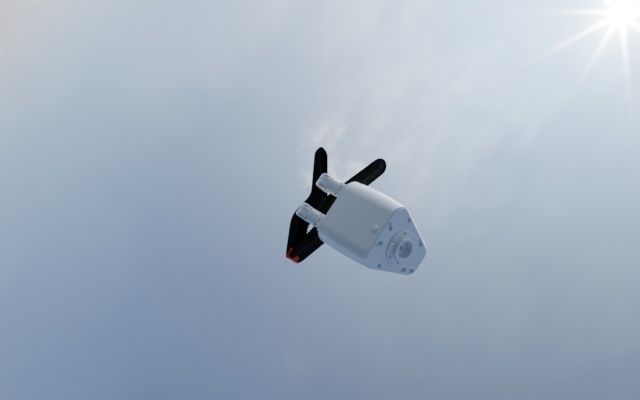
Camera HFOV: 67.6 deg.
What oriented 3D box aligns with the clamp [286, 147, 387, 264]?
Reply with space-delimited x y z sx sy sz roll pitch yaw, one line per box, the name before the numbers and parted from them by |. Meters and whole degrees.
clamp | 0.000 0.003 0.787 0.036 0.210 0.164 36 -4 -38
